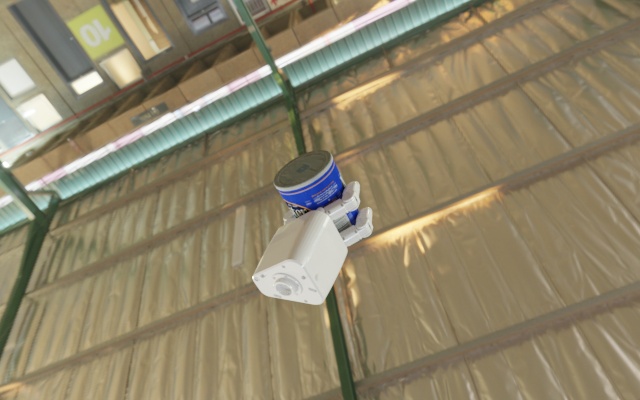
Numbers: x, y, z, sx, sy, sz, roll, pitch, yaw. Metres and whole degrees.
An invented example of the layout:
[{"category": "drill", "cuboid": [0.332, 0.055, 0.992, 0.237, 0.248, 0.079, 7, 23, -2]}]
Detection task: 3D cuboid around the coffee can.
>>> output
[{"category": "coffee can", "cuboid": [0.000, 0.002, 0.788, 0.103, 0.140, 0.102, -22, 29, 13]}]
